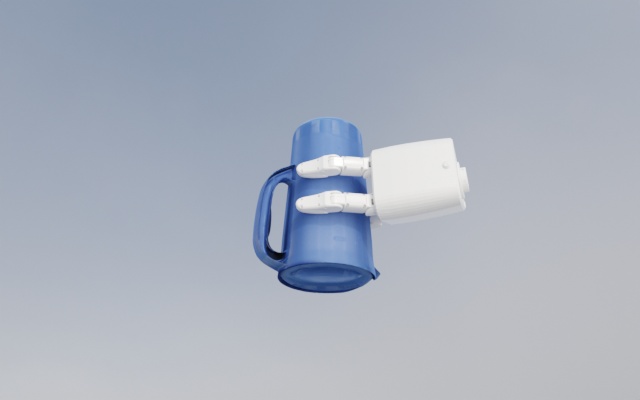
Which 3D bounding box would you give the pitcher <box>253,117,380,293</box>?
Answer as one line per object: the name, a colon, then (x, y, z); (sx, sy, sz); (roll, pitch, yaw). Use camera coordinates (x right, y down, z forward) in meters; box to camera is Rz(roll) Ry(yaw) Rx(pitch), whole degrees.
pitcher: (0.000, 0.002, 0.688); (0.145, 0.242, 0.149); (-9, -28, 17)
